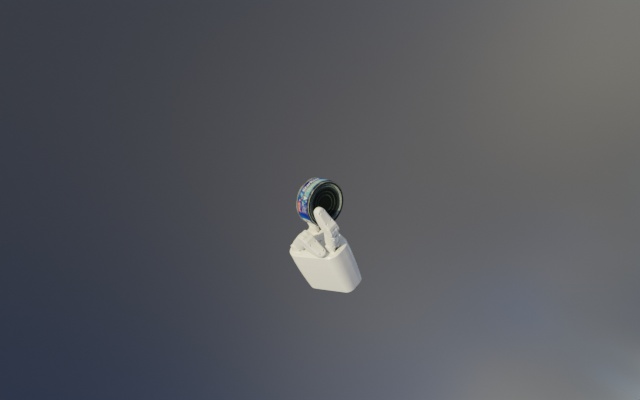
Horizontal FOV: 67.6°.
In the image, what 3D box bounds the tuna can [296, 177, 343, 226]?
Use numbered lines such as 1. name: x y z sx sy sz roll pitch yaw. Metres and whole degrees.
1. tuna can: 0.000 0.003 0.858 0.086 0.086 0.033 0 12 -40
